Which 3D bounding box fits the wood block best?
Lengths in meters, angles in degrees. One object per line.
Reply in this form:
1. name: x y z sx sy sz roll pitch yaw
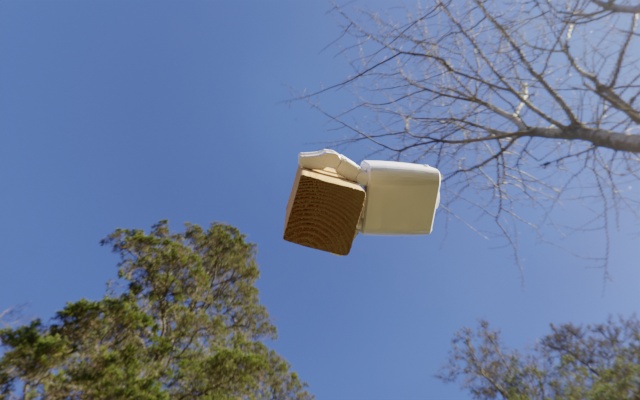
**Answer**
1. wood block: 0.000 0.003 0.708 0.090 0.091 0.206 15 9 -5
